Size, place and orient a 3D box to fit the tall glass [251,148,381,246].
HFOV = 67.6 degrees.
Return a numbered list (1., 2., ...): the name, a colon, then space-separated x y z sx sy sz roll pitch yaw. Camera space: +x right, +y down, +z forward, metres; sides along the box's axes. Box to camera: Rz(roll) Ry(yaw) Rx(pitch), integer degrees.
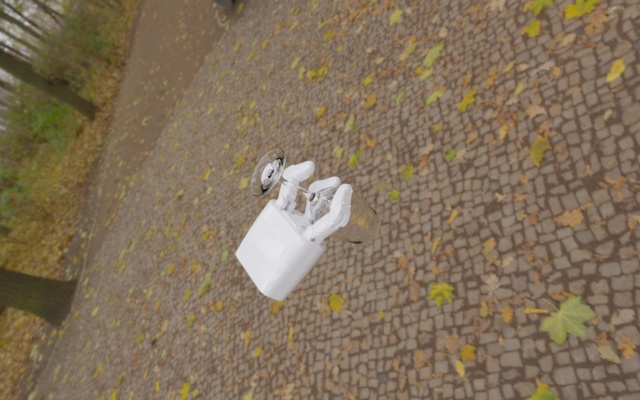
1. tall glass: 0.000 0.002 0.701 0.201 0.079 0.079 29 -17 -33
